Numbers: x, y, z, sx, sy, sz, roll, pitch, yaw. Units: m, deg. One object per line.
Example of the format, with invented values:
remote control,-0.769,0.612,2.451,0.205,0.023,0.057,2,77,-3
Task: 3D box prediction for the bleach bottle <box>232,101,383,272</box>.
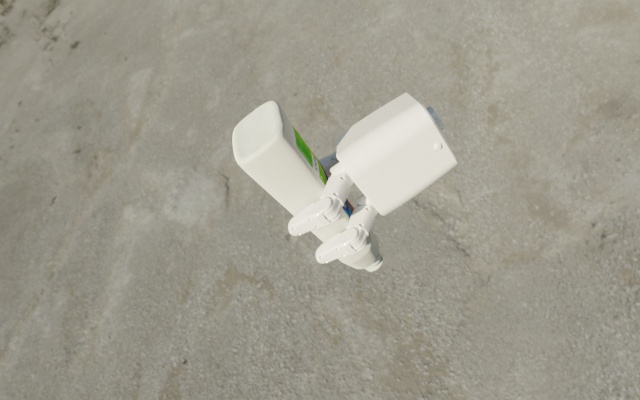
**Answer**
bleach bottle,0.000,0.002,0.578,0.068,0.251,0.102,-34,35,12
